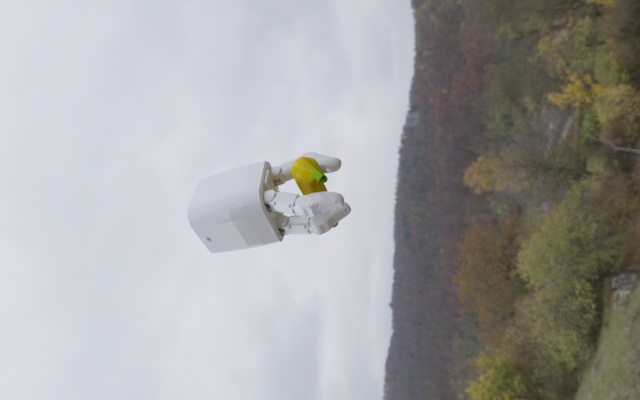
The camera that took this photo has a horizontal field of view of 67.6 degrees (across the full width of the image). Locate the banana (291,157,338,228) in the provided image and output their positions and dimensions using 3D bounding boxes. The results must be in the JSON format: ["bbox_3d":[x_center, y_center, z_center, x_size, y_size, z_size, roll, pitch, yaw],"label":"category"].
[{"bbox_3d":[-0.008,-0.014,0.667,0.037,0.069,0.198,-27,-20,-1],"label":"banana"}]
